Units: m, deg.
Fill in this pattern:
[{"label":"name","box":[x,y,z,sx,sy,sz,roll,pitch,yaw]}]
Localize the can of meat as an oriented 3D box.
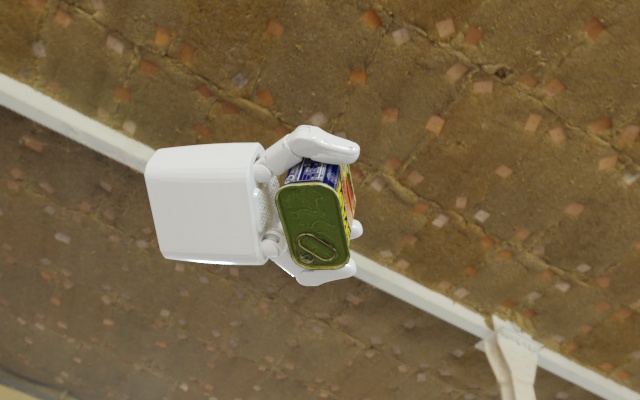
[{"label":"can of meat","box":[0.000,0.001,0.459,0.057,0.102,0.084,-3,37,13]}]
